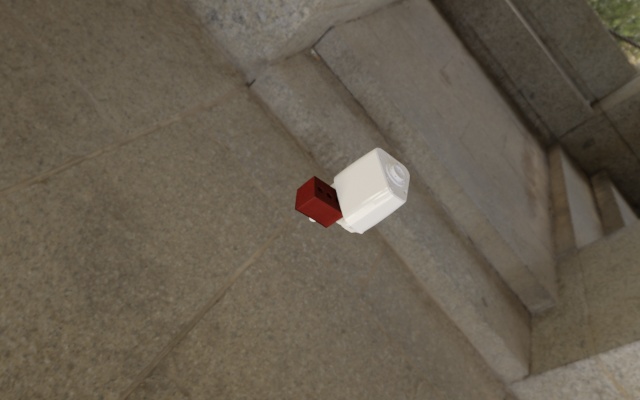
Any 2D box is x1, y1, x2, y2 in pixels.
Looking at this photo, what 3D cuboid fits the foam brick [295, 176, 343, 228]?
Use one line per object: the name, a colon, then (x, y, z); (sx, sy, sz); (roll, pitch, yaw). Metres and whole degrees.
foam brick: (0.000, 0.003, 0.868); (0.078, 0.053, 0.051); (31, -50, -29)
